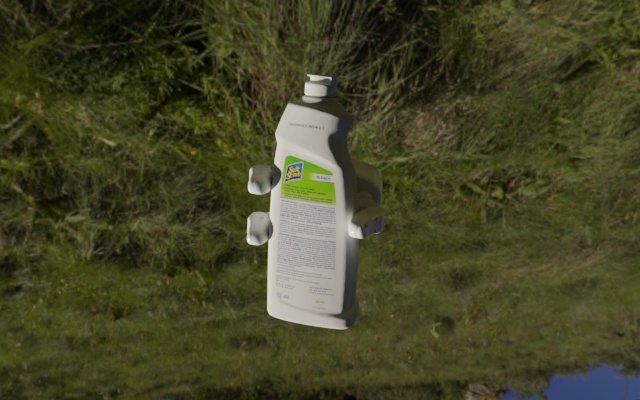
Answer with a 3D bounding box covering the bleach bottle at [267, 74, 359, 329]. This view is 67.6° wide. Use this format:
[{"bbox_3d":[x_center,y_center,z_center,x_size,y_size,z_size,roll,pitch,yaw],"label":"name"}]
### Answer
[{"bbox_3d":[0.000,0.002,0.489,0.102,0.251,0.068,7,16,8],"label":"bleach bottle"}]
